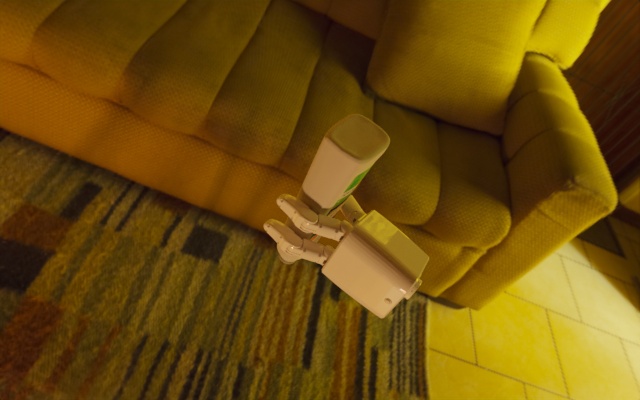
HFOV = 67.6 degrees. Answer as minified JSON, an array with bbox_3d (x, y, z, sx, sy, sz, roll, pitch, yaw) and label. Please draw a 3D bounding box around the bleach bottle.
[{"bbox_3d":[0.000,0.002,0.670,0.068,0.251,0.102,39,42,10],"label":"bleach bottle"}]
